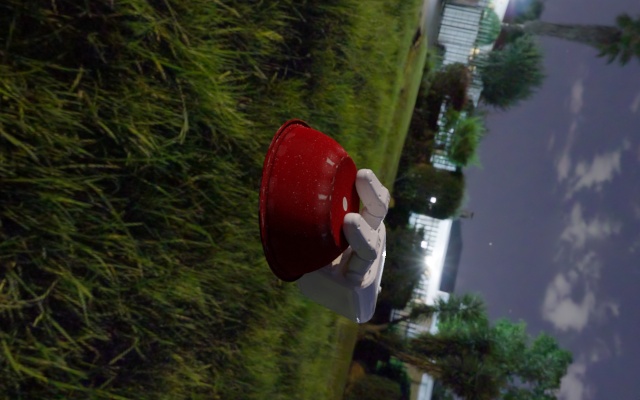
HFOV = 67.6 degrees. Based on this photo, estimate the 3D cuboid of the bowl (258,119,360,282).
[{"bbox_3d":[0.000,0.001,0.466,0.055,0.162,0.162,3,1,21],"label":"bowl"}]
